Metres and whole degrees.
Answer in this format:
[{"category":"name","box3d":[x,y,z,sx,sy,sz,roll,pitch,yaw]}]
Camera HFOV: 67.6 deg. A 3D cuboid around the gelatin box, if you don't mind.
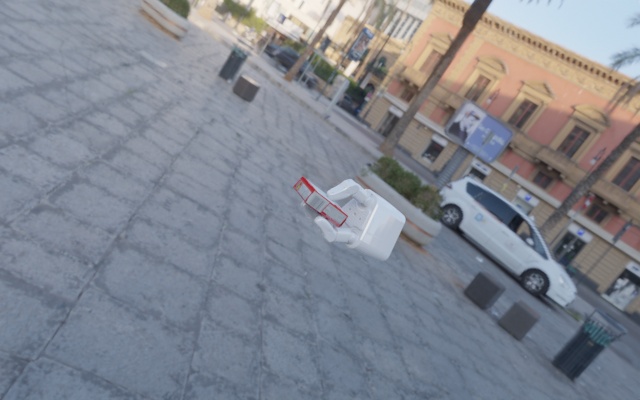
[{"category":"gelatin box","box3d":[0.000,0.002,0.850,0.089,0.030,0.073,38,6,-30]}]
